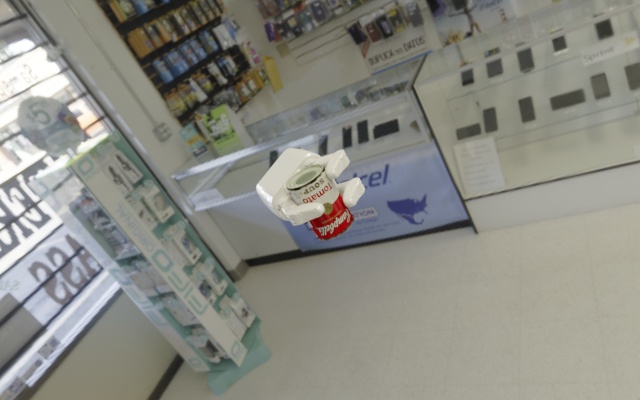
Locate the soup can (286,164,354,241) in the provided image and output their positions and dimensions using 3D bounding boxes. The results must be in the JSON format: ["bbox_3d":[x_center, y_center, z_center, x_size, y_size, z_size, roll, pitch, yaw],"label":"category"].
[{"bbox_3d":[0.000,0.002,0.739,0.068,0.102,0.068,-25,24,12],"label":"soup can"}]
